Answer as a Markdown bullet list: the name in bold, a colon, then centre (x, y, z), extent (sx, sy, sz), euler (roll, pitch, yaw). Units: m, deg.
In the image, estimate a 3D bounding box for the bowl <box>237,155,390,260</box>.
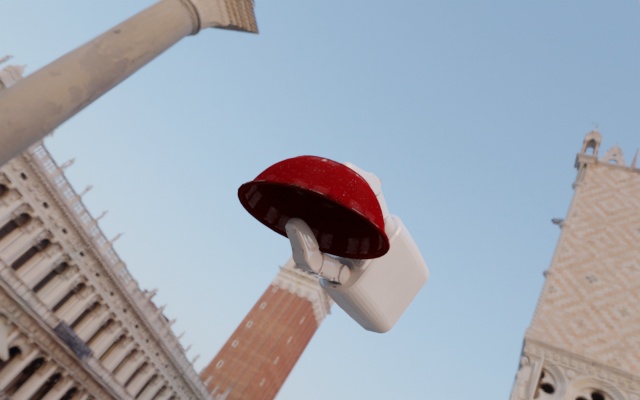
- **bowl**: centre (0.000, 0.001, 0.486), extent (0.162, 0.055, 0.162), euler (18, -22, 8)
